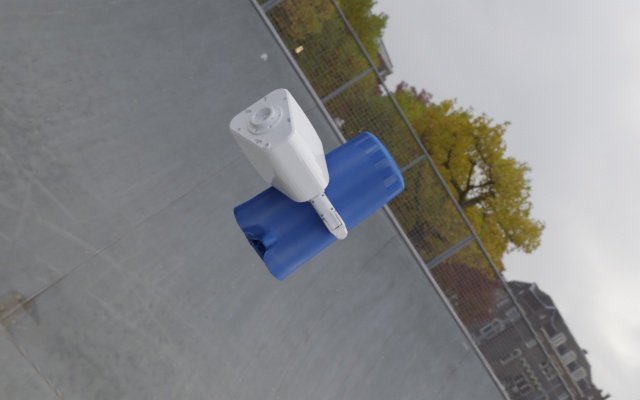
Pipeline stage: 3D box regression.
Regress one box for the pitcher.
[{"bbox_3d":[0.000,0.002,0.738,0.243,0.149,0.145,-33,-44,1],"label":"pitcher"}]
